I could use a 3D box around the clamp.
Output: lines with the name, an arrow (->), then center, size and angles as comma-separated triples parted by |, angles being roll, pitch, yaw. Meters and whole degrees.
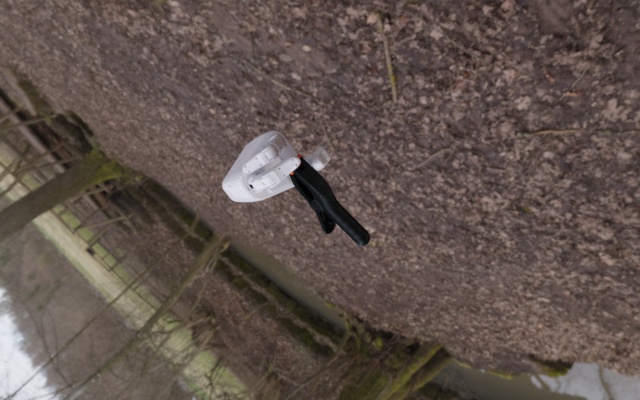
clamp -> 0.000, 0.003, 0.757 | 0.039, 0.171, 0.120 | -44, 17, -24
